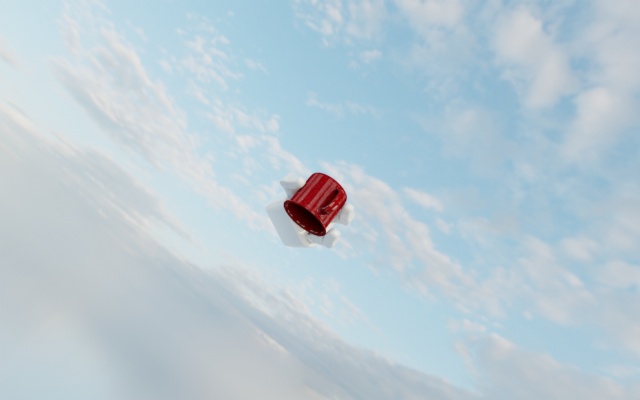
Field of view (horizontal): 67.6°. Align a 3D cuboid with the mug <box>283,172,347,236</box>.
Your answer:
[{"bbox_3d":[0.001,0.002,0.845,0.093,0.081,0.117,47,-25,-17],"label":"mug"}]
